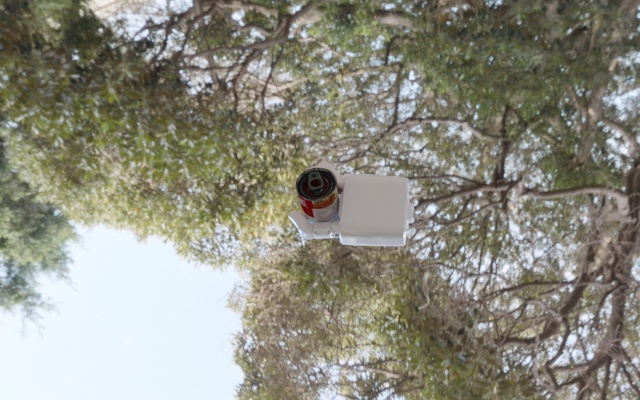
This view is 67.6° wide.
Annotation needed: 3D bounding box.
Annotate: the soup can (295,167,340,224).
[{"bbox_3d":[0.000,0.003,0.806,0.068,0.068,0.102,0,-37,10],"label":"soup can"}]
